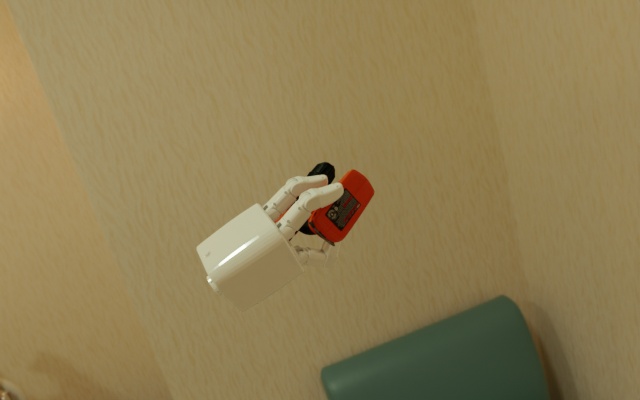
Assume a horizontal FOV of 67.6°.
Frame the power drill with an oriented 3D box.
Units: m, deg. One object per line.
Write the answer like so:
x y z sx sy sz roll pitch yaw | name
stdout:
0.000 0.003 0.737 0.057 0.184 0.187 43 -23 -18 | power drill
